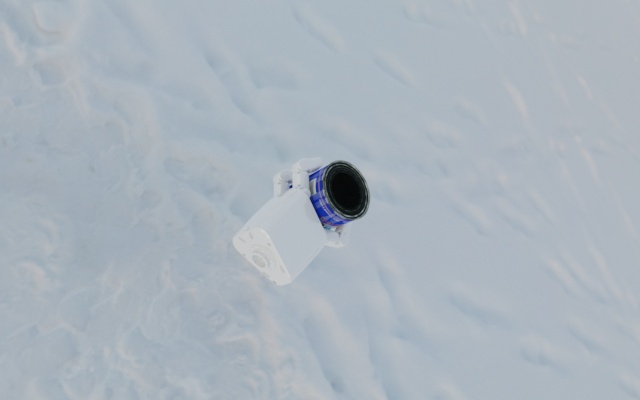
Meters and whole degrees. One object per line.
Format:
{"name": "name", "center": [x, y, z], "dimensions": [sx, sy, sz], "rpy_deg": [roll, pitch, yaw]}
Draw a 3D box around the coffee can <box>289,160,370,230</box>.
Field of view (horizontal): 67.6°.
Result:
{"name": "coffee can", "center": [0.000, 0.003, 0.820], "dimensions": [0.103, 0.102, 0.140], "rpy_deg": [0, -17, -41]}
